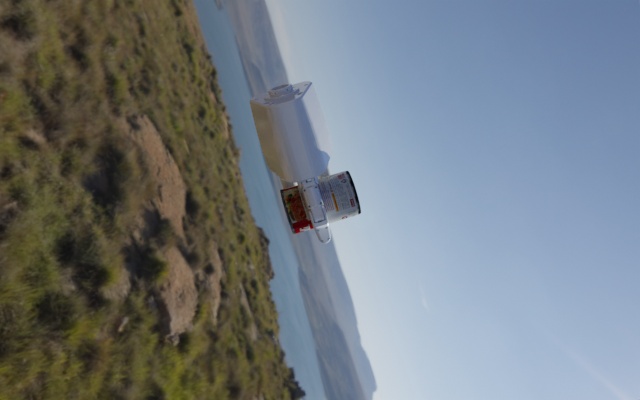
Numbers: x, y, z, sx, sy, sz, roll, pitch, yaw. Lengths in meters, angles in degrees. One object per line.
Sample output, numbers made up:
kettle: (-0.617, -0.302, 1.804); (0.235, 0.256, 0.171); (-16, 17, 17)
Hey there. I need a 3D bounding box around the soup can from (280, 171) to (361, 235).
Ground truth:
soup can: (0.001, 0.003, 0.686); (0.102, 0.068, 0.068); (-17, 0, -1)
